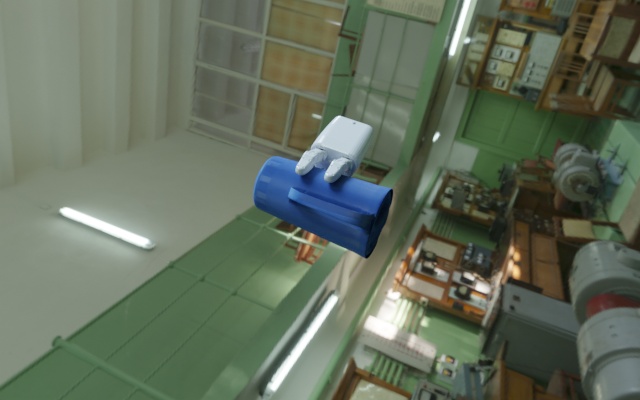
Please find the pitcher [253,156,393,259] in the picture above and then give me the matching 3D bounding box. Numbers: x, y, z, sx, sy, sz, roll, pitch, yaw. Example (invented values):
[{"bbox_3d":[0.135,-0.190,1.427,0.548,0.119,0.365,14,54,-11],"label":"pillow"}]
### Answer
[{"bbox_3d":[0.000,0.003,0.872,0.243,0.149,0.145,20,49,15],"label":"pitcher"}]
